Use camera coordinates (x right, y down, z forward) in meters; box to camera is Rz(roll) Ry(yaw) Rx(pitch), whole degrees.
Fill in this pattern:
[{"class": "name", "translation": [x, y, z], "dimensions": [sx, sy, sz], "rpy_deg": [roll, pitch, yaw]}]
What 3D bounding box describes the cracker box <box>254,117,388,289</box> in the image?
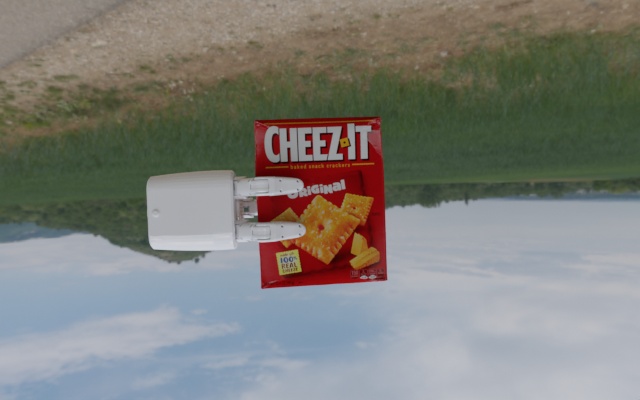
[{"class": "cracker box", "translation": [0.000, 0.002, 0.624], "dimensions": [0.164, 0.213, 0.072], "rpy_deg": [-2, 1, -3]}]
